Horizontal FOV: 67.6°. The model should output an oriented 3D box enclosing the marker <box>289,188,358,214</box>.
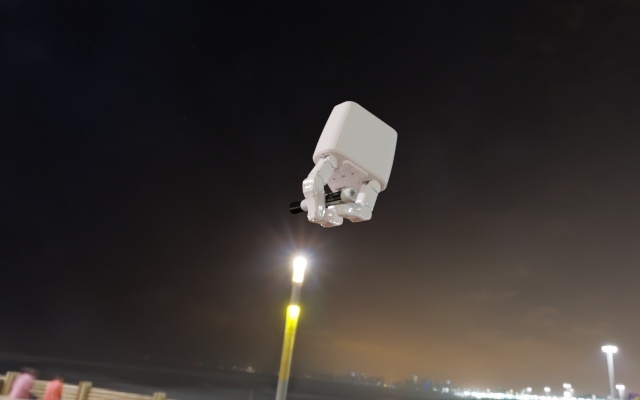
[{"bbox_3d":[0.000,0.002,0.678,0.121,0.020,0.020,-13,-9,41],"label":"marker"}]
